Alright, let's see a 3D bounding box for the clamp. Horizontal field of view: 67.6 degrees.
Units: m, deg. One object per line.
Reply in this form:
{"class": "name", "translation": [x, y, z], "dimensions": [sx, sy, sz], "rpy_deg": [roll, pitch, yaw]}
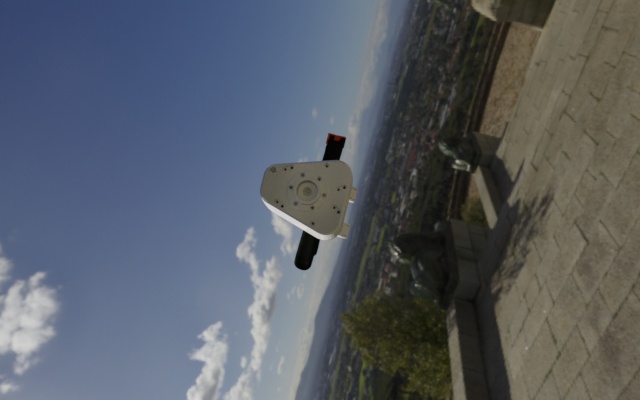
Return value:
{"class": "clamp", "translation": [-0.001, 0.002, 0.744], "dimensions": [0.036, 0.210, 0.164], "rpy_deg": [14, -5, 1]}
